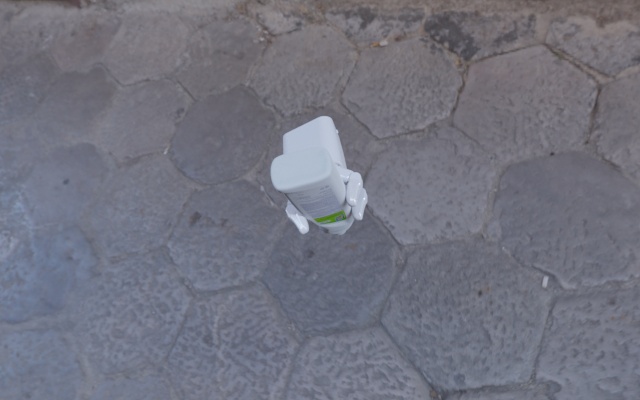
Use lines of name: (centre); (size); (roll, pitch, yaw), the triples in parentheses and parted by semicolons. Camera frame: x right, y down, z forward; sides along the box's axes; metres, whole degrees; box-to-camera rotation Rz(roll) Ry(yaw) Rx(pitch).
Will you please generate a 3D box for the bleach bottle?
bleach bottle: (0.000, 0.003, 0.846); (0.102, 0.068, 0.251); (-13, -29, 9)
